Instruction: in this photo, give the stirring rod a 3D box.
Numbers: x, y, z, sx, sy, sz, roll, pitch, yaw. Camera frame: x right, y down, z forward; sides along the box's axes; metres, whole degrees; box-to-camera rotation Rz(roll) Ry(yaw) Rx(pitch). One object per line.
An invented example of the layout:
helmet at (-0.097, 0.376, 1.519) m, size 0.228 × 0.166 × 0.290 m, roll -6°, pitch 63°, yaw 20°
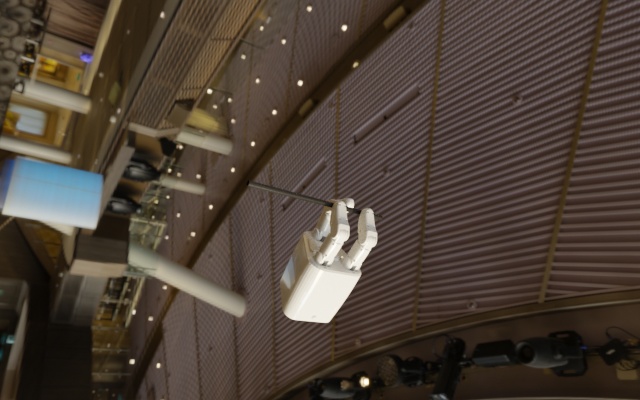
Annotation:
stirring rod at (0.000, 0.002, 0.707) m, size 0.239 × 0.011 × 0.011 m, roll 15°, pitch -8°, yaw -33°
